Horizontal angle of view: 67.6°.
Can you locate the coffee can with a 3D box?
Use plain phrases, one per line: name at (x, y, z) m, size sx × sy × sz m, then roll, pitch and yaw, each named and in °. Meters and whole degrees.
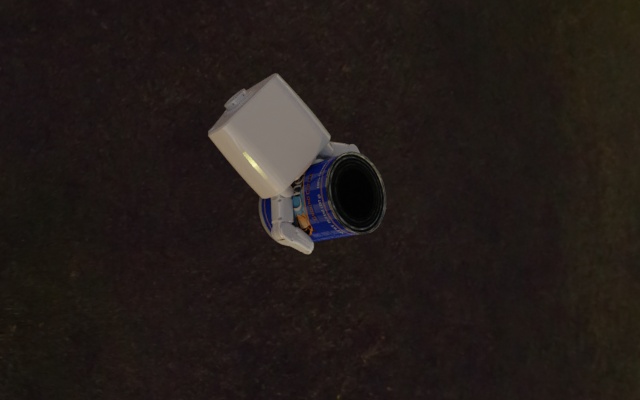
coffee can at (0.000, 0.002, 0.628) m, size 0.103 × 0.103 × 0.140 m, roll 0°, pitch -10°, yaw -42°
